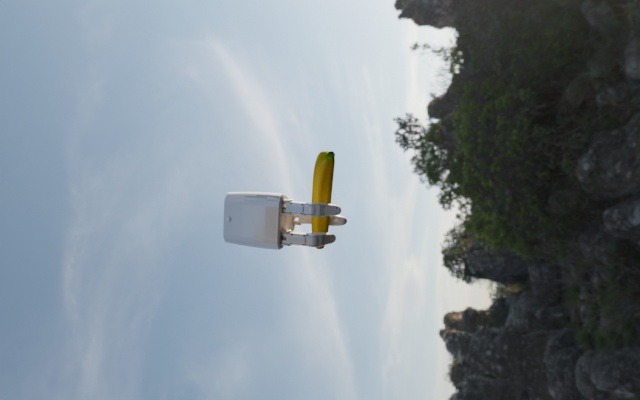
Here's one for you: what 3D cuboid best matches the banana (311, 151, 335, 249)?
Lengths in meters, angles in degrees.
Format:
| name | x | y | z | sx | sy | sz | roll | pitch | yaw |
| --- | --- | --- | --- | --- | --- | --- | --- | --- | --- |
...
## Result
| name | x | y | z | sx | sy | sz | roll | pitch | yaw |
| --- | --- | --- | --- | --- | --- | --- | --- | --- | --- |
| banana | 0.002 | -0.009 | 0.853 | 0.037 | 0.198 | 0.069 | 6 | 30 | 2 |
